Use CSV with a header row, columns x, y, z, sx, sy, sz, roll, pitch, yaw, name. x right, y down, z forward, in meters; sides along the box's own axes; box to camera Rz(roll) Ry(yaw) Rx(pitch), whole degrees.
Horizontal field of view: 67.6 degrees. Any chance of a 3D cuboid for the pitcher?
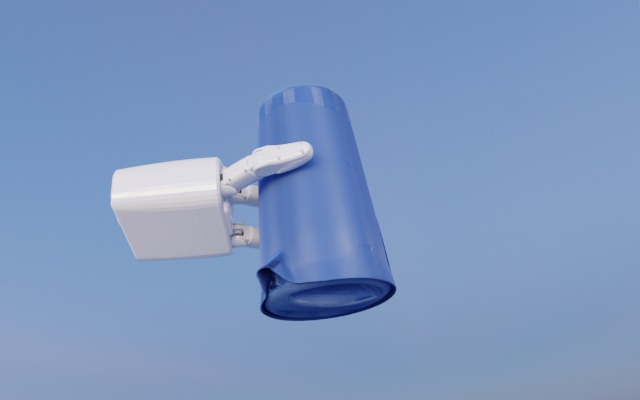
x,y,z,sx,sy,sz,roll,pitch,yaw,name
0.000,0.002,0.522,0.145,0.242,0.149,-7,-28,-3,pitcher
